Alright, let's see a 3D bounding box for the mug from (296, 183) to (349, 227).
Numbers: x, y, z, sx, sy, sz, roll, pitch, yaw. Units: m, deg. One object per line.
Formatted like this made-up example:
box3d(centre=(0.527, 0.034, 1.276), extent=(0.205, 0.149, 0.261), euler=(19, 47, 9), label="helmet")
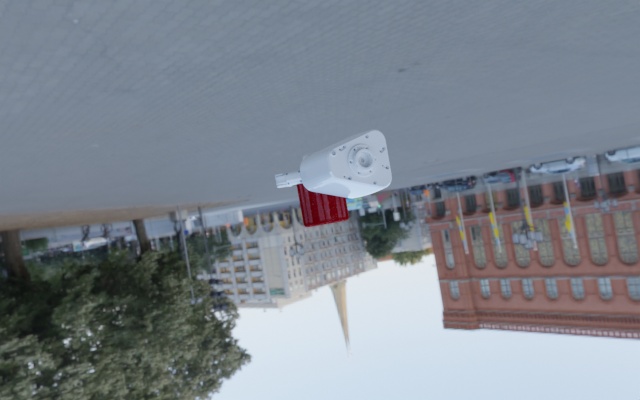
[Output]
box3d(centre=(0.000, 0.003, 0.856), extent=(0.093, 0.081, 0.117), euler=(-9, -3, -22), label="mug")
